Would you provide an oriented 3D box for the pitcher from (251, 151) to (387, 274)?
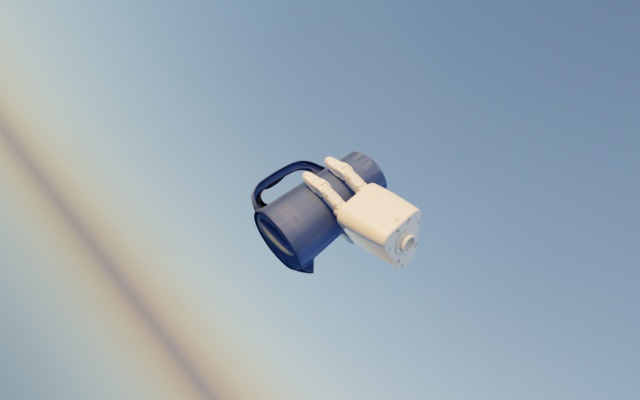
[{"bbox_3d":[0.000,0.003,0.890,0.242,0.149,0.145,-37,45,-23],"label":"pitcher"}]
